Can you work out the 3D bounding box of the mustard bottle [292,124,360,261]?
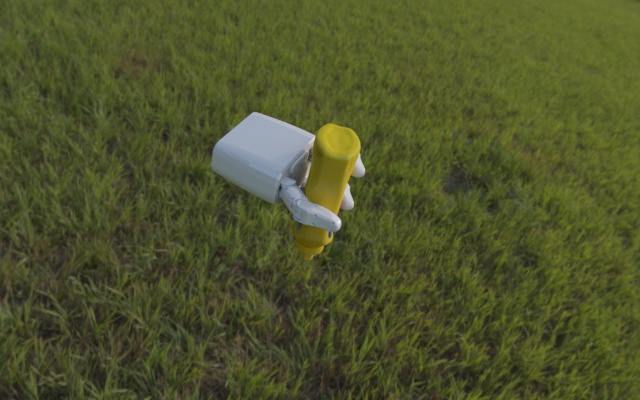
[{"bbox_3d":[0.000,0.002,0.634,0.058,0.192,0.096,13,31,-5],"label":"mustard bottle"}]
